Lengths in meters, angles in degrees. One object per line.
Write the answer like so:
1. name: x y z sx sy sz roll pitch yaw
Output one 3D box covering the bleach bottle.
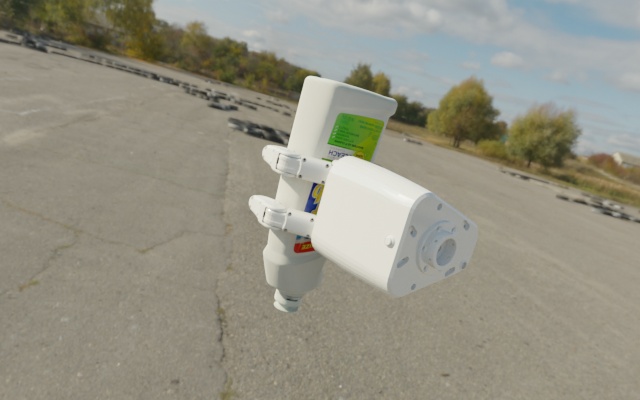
1. bleach bottle: 0.000 0.002 0.518 0.102 0.251 0.068 6 15 -39
